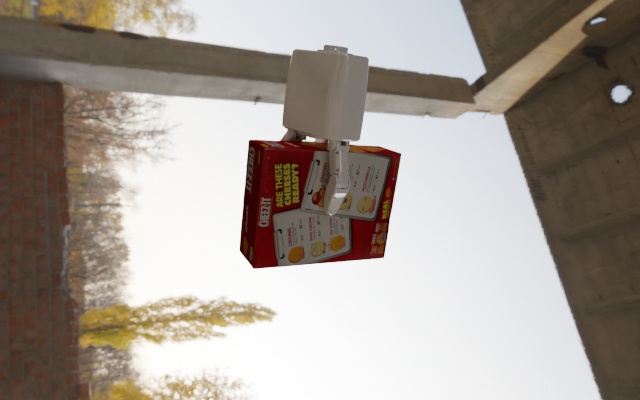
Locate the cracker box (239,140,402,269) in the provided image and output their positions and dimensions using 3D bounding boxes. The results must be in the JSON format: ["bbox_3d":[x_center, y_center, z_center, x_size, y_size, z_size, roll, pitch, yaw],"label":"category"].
[{"bbox_3d":[0.000,0.002,0.677,0.214,0.164,0.072,-1,17,-28],"label":"cracker box"}]
